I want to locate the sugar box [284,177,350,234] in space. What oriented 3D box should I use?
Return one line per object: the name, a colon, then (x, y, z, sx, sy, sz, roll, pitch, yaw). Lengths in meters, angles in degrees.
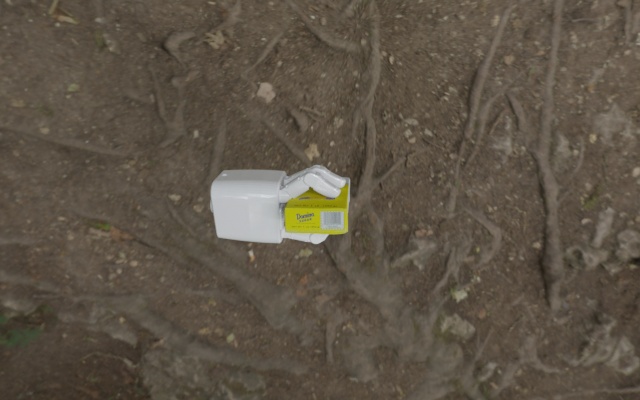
sugar box: (0.000, 0.002, 0.771, 0.093, 0.048, 0.176, 1, 20, 4)
